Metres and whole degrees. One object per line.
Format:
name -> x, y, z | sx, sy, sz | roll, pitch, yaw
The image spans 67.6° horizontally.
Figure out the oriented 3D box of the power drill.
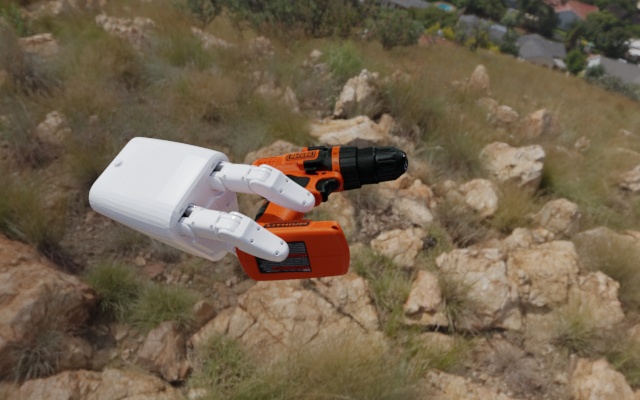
power drill -> 0.000, 0.002, 0.497 | 0.184, 0.057, 0.187 | -7, 29, 13
